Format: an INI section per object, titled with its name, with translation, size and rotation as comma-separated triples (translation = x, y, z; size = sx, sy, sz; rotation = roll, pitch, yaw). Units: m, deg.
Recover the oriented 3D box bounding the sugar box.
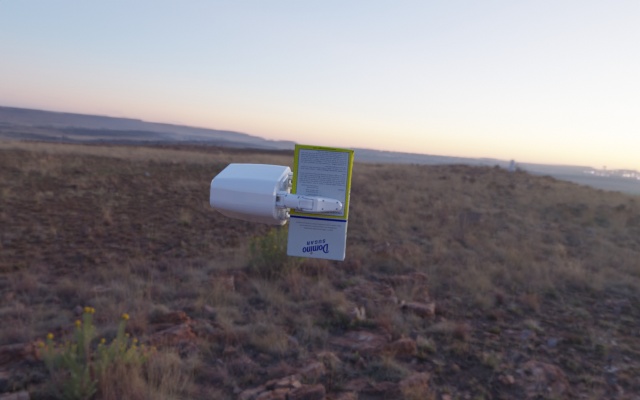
[sugar box]
translation = 0.000, 0.002, 0.757
size = 0.093, 0.176, 0.048
rotation = 6, 7, 5
